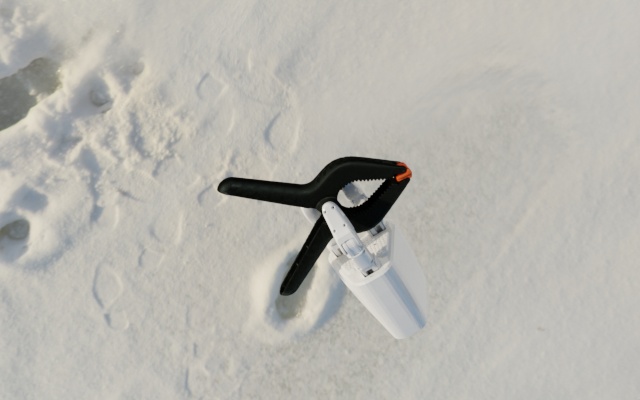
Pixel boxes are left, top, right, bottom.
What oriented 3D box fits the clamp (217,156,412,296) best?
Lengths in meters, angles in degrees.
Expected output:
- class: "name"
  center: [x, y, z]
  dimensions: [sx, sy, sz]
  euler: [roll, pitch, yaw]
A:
- class: "clamp"
  center: [0.001, 0.002, 0.543]
  dimensions: [0.210, 0.165, 0.036]
  euler: [-32, 23, 7]
